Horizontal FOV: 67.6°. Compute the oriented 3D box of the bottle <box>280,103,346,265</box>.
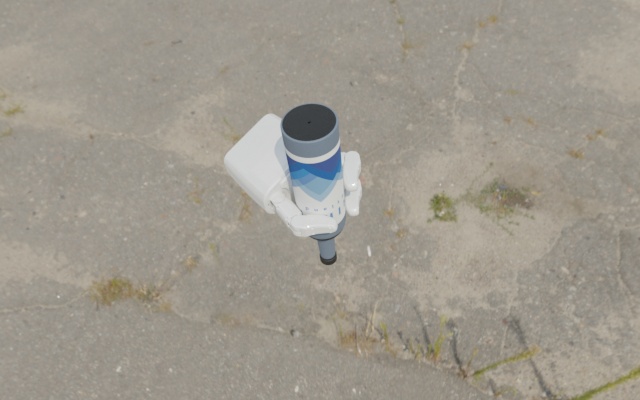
[{"bbox_3d":[0.000,0.002,0.655,0.069,0.069,0.296,0,-38,6],"label":"bottle"}]
